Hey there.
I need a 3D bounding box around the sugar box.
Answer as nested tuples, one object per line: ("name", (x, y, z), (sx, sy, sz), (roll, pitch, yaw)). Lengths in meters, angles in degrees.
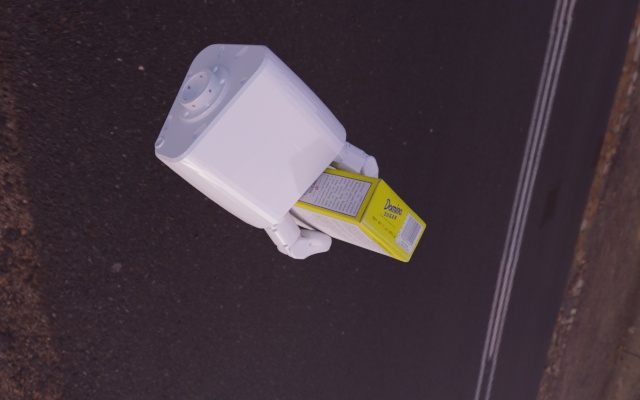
("sugar box", (0.000, 0.001, 0.449), (0.176, 0.048, 0.093), (19, -14, 42))
